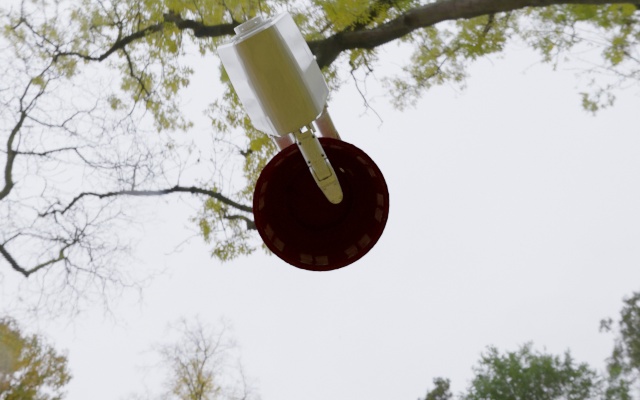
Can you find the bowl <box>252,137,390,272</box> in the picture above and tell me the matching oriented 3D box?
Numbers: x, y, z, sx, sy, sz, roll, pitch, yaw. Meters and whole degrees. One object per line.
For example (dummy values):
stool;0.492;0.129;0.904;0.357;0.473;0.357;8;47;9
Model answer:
bowl;0.000;0.003;0.582;0.162;0.162;0.055;0;12;-3
